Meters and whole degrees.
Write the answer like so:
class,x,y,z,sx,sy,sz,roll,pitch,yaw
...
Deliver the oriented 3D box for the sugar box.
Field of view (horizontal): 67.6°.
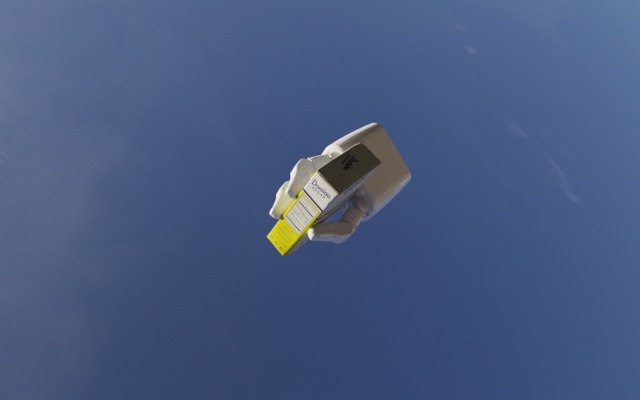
class,x,y,z,sx,sy,sz,roll,pitch,yaw
sugar box,0.000,0.002,0.636,0.093,0.048,0.176,-36,-12,-40
